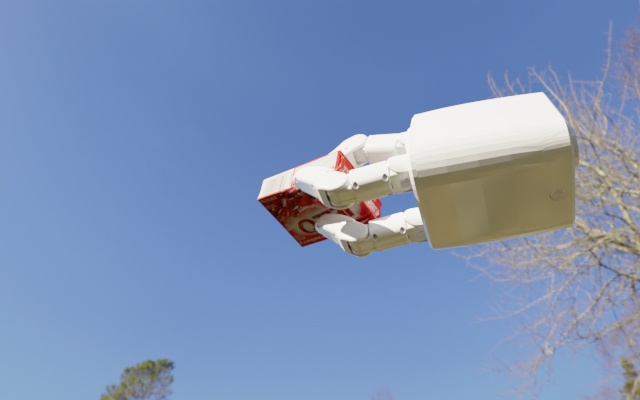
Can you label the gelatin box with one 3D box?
[{"bbox_3d":[0.000,0.001,0.434,0.089,0.030,0.073,-19,-51,29],"label":"gelatin box"}]
